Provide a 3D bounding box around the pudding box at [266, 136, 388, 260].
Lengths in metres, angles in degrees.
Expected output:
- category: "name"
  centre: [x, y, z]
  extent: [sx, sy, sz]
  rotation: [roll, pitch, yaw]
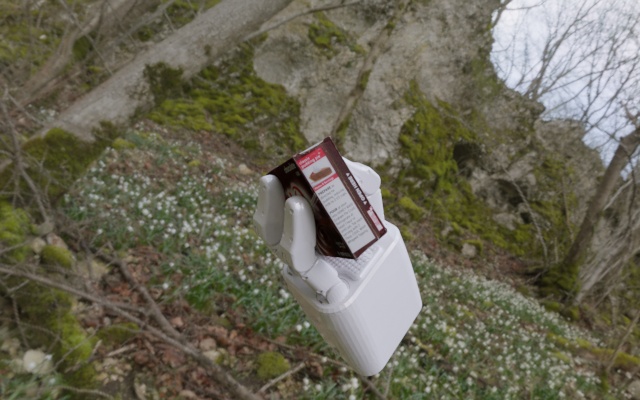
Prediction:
- category: "pudding box"
  centre: [0.000, 0.001, 0.401]
  extent: [0.039, 0.090, 0.113]
  rotation: [-34, 6, -18]
